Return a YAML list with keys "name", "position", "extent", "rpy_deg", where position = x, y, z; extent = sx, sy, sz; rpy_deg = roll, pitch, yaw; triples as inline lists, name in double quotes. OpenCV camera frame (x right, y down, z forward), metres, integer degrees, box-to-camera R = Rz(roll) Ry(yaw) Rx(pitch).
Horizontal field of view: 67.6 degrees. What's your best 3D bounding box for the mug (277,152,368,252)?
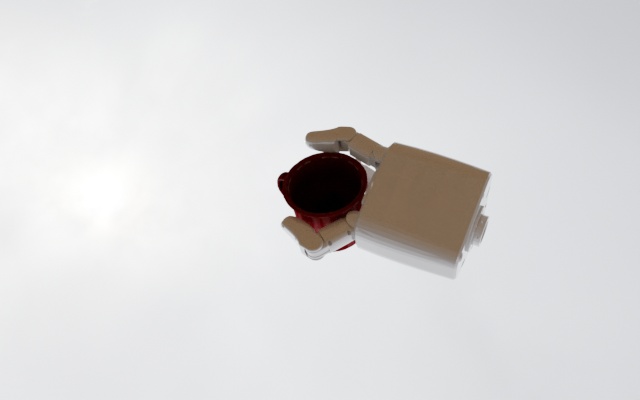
- name: "mug"
  position: [-0.001, 0.002, 0.550]
  extent: [0.117, 0.093, 0.082]
  rpy_deg: [20, -32, 24]
